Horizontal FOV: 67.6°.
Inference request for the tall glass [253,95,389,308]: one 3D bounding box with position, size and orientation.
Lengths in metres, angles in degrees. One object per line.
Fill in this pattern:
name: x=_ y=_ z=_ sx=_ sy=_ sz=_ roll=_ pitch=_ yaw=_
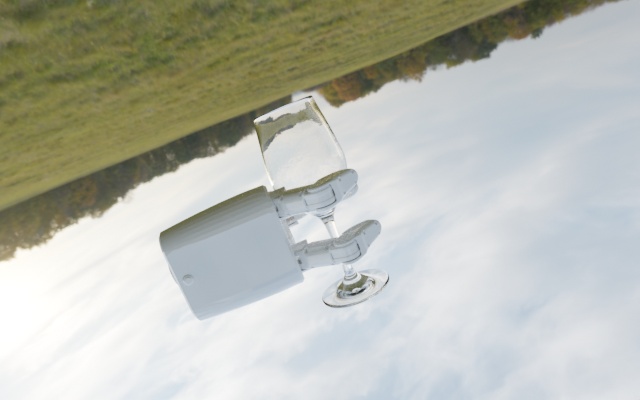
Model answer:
tall glass: x=0.000 y=0.002 z=0.475 sx=0.079 sy=0.201 sz=0.079 roll=-21 pitch=13 yaw=5
